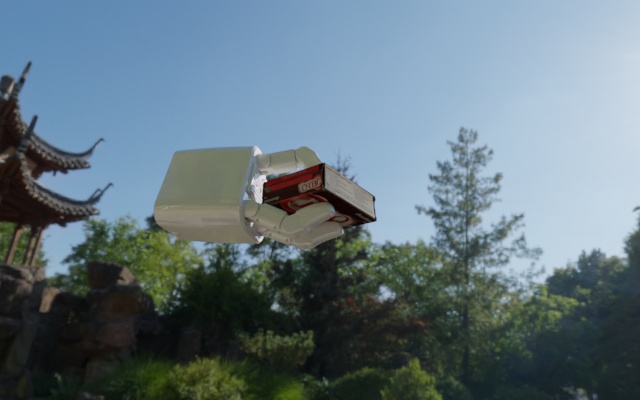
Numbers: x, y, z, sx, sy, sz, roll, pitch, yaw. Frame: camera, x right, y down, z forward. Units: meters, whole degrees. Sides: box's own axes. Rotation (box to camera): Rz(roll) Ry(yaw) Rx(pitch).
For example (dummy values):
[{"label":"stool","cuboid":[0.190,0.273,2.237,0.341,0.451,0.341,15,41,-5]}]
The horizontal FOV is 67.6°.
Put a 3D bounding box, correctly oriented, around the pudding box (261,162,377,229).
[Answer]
[{"label":"pudding box","cuboid":[0.000,0.002,0.562,0.090,0.039,0.113,-15,-26,34]}]
